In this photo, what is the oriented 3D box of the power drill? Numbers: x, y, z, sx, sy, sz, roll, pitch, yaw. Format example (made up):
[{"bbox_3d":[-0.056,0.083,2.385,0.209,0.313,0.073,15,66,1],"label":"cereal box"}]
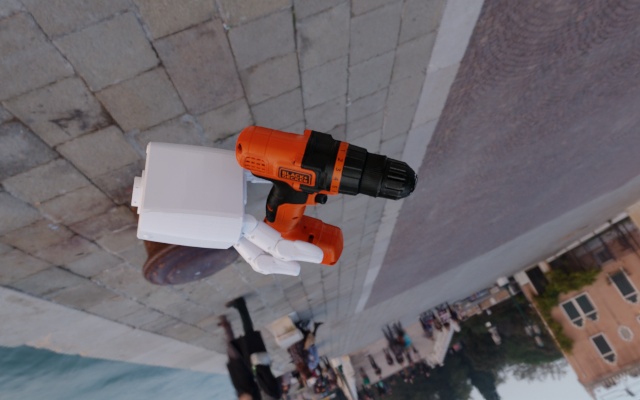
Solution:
[{"bbox_3d":[0.000,0.002,0.536,0.184,0.057,0.188,15,-37,4],"label":"power drill"}]
